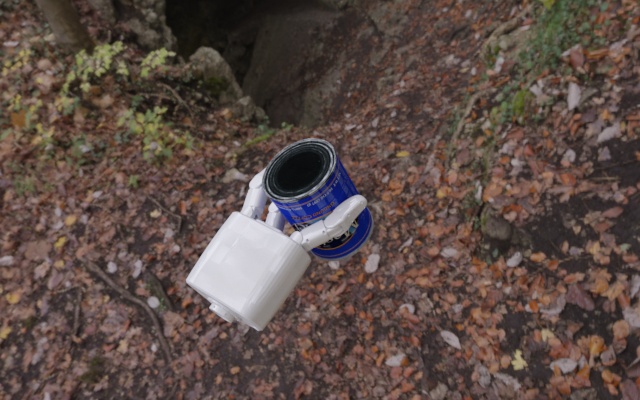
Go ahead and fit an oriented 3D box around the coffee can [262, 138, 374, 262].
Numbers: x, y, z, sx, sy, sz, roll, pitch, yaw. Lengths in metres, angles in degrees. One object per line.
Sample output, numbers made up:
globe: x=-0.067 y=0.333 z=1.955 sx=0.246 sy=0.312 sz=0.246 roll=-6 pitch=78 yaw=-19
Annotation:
coffee can: x=0.000 y=0.002 z=0.638 sx=0.103 sy=0.102 sz=0.140 roll=0 pitch=-37 yaw=30
